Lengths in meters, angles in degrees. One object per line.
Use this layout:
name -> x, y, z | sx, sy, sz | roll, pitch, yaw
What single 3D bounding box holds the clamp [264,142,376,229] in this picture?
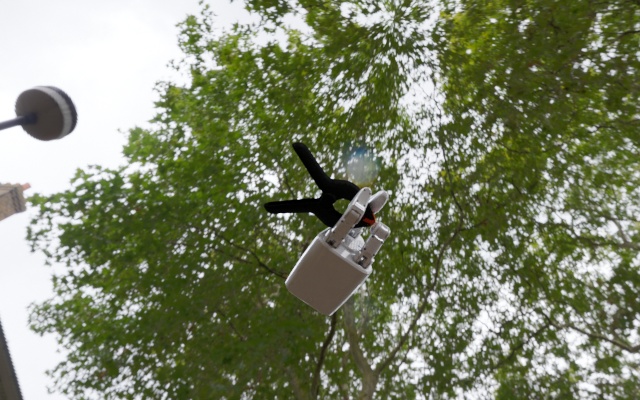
clamp -> 0.000, 0.002, 0.736 | 0.171, 0.120, 0.039 | 35, 23, -5
